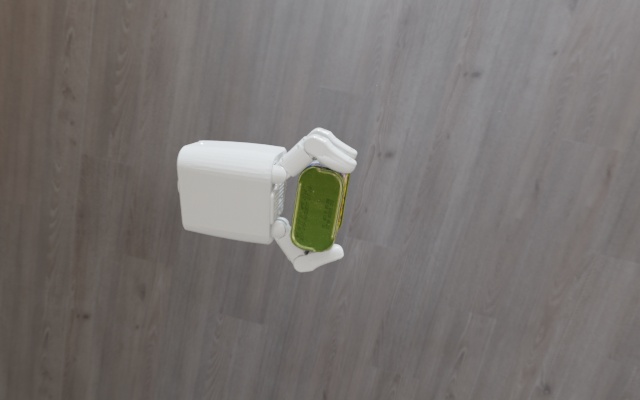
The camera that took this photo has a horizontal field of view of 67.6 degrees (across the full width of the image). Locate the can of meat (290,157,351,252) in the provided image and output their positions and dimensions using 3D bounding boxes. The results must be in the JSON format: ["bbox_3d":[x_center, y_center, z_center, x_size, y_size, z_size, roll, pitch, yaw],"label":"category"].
[{"bbox_3d":[0.000,0.002,0.562,0.057,0.102,0.084,10,15,4],"label":"can of meat"}]
